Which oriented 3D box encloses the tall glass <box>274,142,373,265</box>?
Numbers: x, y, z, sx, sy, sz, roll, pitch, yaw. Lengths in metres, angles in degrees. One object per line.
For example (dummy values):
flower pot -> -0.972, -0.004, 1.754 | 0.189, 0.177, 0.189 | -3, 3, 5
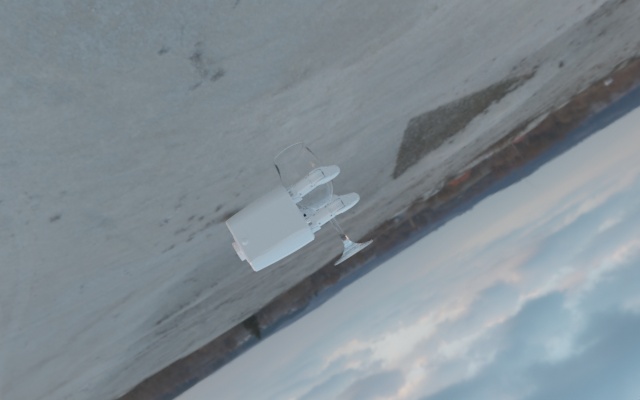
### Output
tall glass -> 0.001, 0.003, 0.786 | 0.079, 0.201, 0.079 | -32, -10, -6
